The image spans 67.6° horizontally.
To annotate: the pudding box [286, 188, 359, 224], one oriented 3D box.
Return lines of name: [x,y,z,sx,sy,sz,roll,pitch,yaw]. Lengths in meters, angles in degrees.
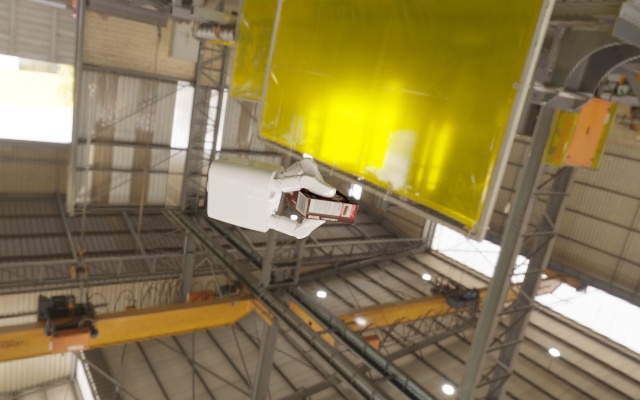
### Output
pudding box: [0.000,0.003,0.804,0.090,0.039,0.113,7,15,-22]
